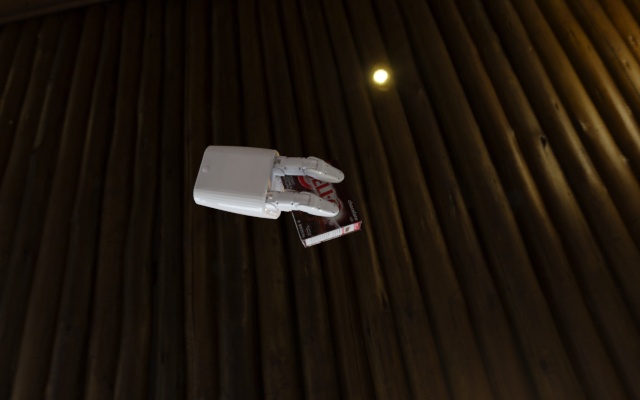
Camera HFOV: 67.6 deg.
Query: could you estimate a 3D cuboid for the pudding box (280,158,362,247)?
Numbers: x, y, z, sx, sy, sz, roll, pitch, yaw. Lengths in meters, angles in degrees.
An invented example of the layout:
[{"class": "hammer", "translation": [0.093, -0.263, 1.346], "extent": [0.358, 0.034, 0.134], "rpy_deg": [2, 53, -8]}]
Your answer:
[{"class": "pudding box", "translation": [0.000, 0.002, 0.702], "extent": [0.090, 0.113, 0.039], "rpy_deg": [-18, -23, -4]}]
